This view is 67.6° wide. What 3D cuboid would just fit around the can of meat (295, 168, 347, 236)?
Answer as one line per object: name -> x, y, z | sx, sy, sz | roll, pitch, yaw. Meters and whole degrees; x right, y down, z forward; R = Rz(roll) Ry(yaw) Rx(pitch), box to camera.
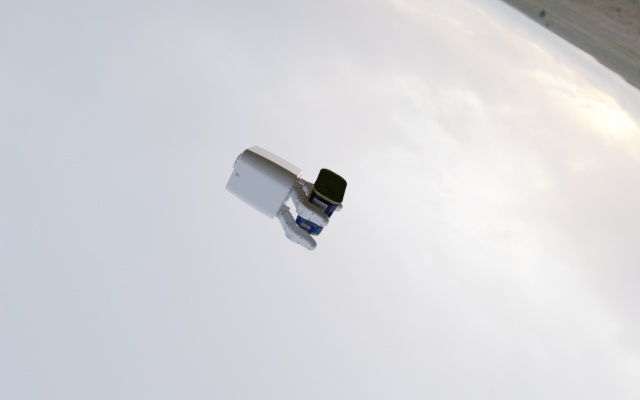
can of meat -> 0.000, 0.003, 0.860 | 0.057, 0.084, 0.102 | 29, 29, -6
